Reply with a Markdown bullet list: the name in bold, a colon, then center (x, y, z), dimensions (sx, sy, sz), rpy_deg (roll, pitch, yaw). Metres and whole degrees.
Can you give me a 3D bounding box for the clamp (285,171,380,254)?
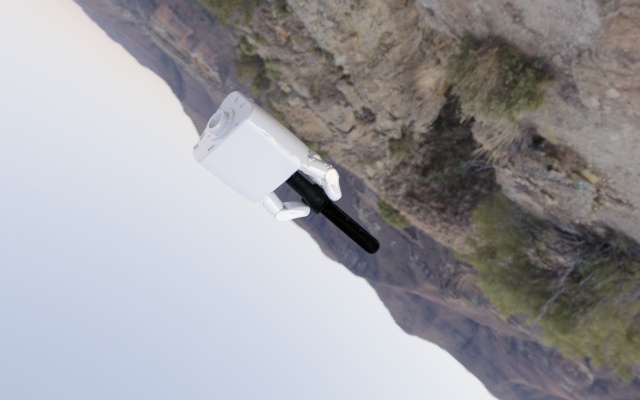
- **clamp**: center (-0.001, 0.003, 0.749), dimensions (0.165, 0.036, 0.210), rpy_deg (40, 2, -38)
